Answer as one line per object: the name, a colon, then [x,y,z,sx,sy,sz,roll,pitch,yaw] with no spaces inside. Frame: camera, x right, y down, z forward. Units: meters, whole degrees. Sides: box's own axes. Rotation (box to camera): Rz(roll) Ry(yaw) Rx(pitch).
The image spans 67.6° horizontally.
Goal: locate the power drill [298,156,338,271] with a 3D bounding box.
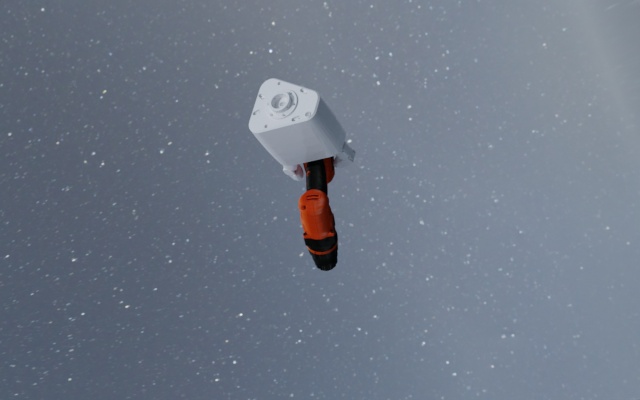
power drill: [0.000,0.002,0.797,0.057,0.187,0.185,-5,-40,3]
